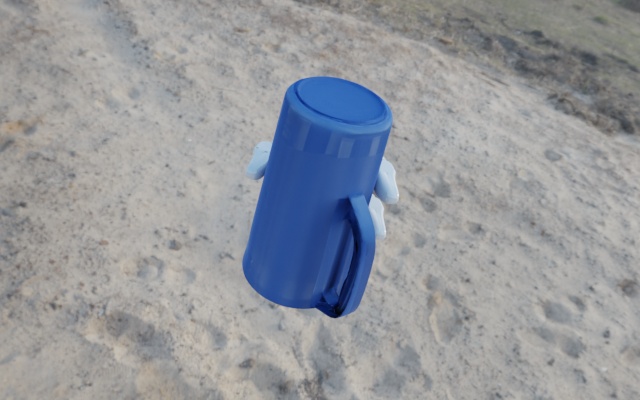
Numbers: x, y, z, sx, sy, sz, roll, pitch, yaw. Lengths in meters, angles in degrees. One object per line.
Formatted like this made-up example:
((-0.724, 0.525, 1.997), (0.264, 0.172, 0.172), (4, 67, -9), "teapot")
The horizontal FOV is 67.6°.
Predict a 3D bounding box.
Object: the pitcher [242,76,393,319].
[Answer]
((0.000, 0.002, 0.521), (0.149, 0.243, 0.145), (18, 37, 3), "pitcher")
